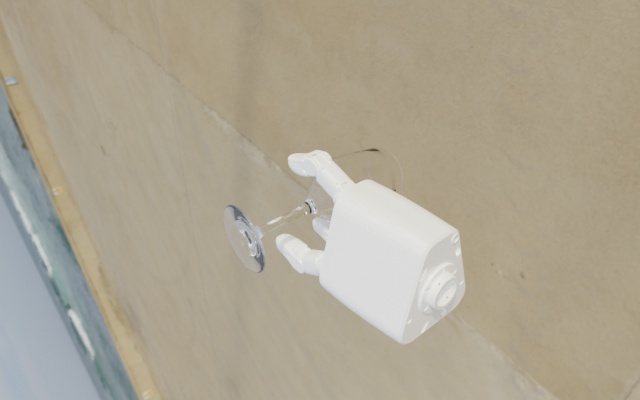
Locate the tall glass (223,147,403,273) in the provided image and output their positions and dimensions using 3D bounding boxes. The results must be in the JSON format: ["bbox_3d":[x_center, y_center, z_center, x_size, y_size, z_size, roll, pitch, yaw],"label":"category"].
[{"bbox_3d":[-0.001,0.002,0.525,0.201,0.079,0.079,-26,14,-31],"label":"tall glass"}]
